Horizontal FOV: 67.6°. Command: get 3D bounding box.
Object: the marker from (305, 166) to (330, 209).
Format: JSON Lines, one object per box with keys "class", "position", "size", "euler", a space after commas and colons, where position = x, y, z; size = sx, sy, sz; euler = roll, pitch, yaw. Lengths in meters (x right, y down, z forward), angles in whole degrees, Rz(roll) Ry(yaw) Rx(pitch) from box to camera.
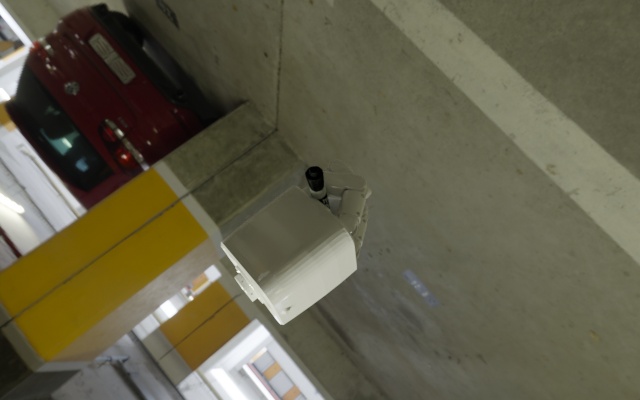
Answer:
{"class": "marker", "position": [0.000, 0.002, 0.531], "size": [0.020, 0.020, 0.121], "euler": [0, -32, 8]}
